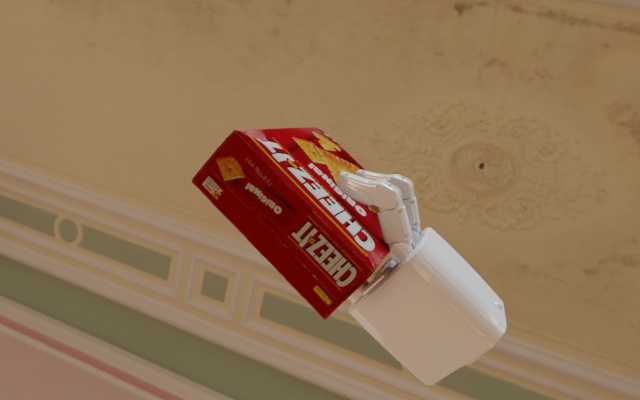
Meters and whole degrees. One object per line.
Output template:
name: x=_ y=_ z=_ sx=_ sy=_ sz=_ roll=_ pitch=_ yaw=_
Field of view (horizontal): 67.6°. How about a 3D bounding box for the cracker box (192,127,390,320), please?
cracker box: x=0.000 y=0.002 z=0.483 sx=0.164 sy=0.072 sz=0.213 roll=45 pitch=19 yaw=7
